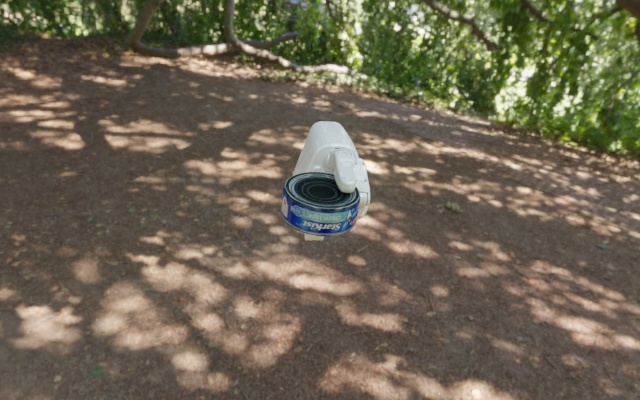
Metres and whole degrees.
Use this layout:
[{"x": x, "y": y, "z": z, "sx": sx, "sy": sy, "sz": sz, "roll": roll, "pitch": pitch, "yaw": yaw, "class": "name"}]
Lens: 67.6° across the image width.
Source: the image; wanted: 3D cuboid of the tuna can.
[{"x": 0.000, "y": 0.001, "z": 0.523, "sx": 0.086, "sy": 0.034, "sz": 0.086, "roll": 7, "pitch": 29, "yaw": -4, "class": "tuna can"}]
